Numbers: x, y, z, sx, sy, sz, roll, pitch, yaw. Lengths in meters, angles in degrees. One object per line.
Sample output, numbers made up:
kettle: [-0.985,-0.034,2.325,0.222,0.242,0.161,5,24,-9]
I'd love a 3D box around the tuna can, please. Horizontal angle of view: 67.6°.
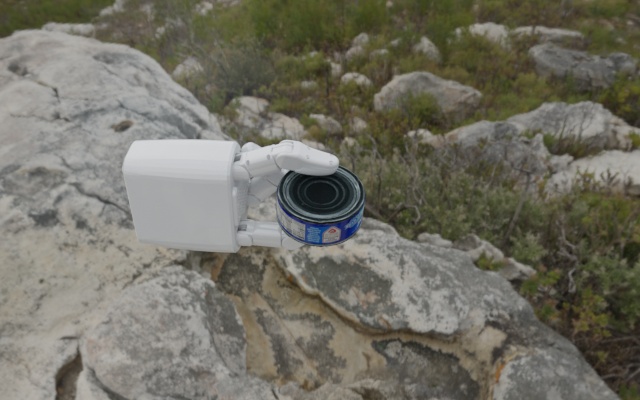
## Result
tuna can: [0.000,0.001,0.461,0.086,0.086,0.034,2,-45,-2]
